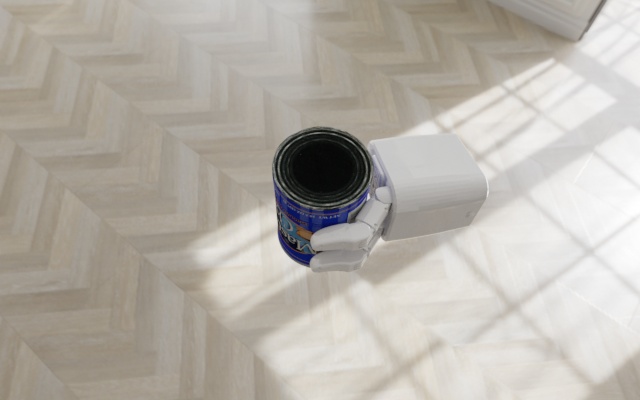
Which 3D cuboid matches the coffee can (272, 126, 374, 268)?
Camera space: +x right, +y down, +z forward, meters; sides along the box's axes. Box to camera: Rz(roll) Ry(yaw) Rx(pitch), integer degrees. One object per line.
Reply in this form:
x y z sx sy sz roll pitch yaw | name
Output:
0.000 0.002 0.536 0.103 0.102 0.140 0 -32 -2 | coffee can
